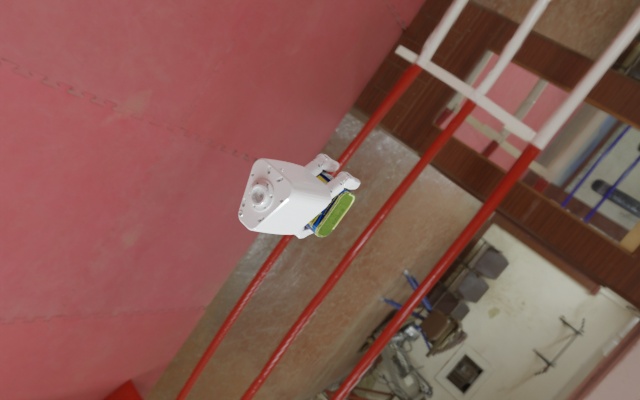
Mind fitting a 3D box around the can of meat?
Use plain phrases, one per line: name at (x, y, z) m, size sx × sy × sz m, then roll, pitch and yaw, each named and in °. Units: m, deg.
can of meat at (0.000, 0.003, 0.852) m, size 0.084 × 0.102 × 0.057 m, roll 41°, pitch 12°, yaw 29°
